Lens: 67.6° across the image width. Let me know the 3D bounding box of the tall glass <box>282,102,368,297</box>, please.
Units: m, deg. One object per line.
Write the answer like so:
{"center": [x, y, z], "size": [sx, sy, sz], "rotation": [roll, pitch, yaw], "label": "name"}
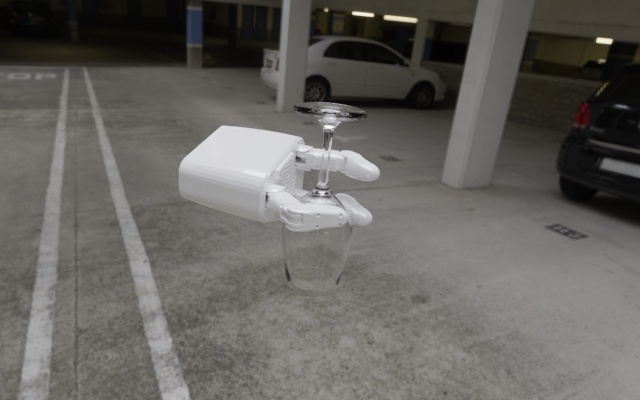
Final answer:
{"center": [0.000, 0.001, 0.512], "size": [0.079, 0.201, 0.079], "rotation": [5, 22, -2], "label": "tall glass"}
